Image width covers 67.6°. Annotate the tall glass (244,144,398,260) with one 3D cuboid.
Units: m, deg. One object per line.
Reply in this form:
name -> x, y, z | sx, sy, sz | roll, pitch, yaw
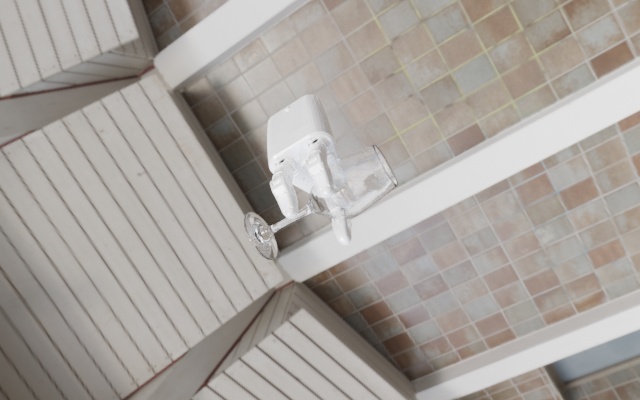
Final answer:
tall glass -> 0.000, 0.003, 0.634 | 0.201, 0.079, 0.079 | -29, -9, 17
